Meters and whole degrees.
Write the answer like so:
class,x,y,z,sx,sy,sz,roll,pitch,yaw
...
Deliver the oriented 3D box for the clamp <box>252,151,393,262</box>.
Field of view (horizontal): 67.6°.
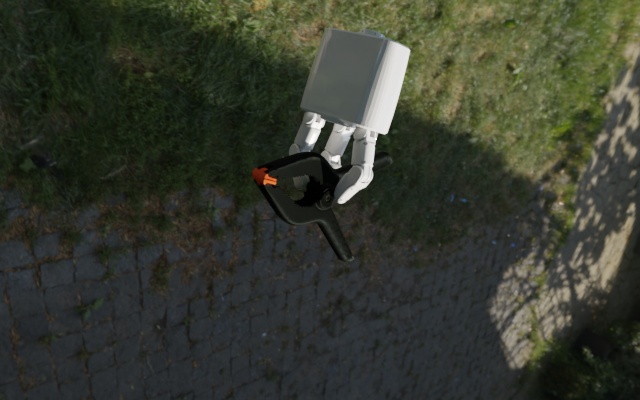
class,x,y,z,sx,sy,sz,roll,pitch,yaw
clamp,0.000,0.002,0.618,0.210,0.164,0.036,7,13,-42
